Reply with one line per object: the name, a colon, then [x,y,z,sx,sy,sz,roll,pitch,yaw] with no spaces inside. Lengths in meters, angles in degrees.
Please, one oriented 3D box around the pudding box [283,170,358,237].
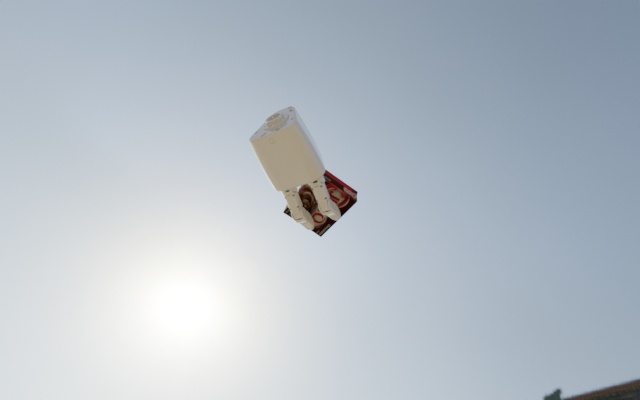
pudding box: [0.000,0.003,0.879,0.090,0.113,0.039,34,34,-15]
